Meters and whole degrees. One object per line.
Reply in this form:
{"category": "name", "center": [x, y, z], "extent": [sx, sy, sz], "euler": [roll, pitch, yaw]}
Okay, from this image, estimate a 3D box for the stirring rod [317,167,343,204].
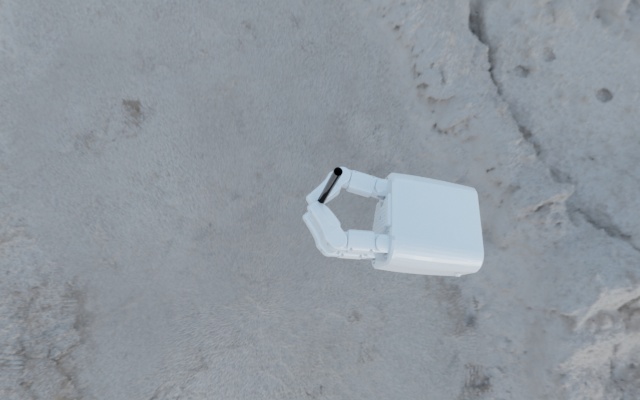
{"category": "stirring rod", "center": [0.000, 0.002, 0.529], "extent": [0.011, 0.011, 0.239], "euler": [0, -13, -7]}
